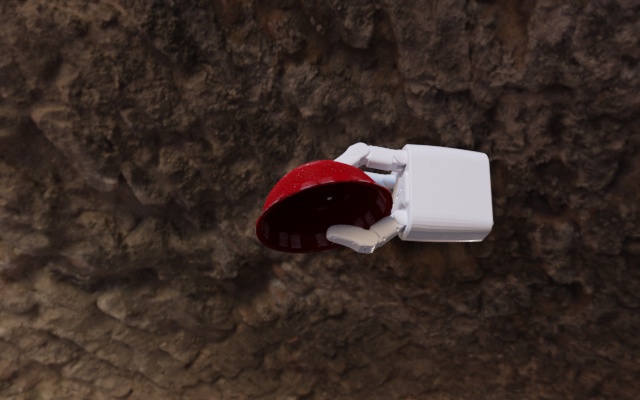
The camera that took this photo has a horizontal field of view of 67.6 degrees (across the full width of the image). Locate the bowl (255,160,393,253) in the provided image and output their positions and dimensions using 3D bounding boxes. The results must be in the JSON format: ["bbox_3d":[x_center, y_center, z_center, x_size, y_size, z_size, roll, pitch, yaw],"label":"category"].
[{"bbox_3d":[-0.001,0.001,0.559,0.162,0.055,0.162,-11,-30,-7],"label":"bowl"}]
